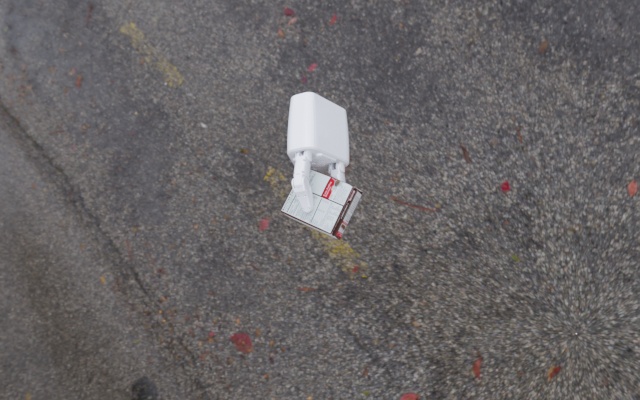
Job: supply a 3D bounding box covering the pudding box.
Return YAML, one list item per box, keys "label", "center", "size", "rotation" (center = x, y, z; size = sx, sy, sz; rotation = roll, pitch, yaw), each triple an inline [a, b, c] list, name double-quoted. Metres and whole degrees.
- label: "pudding box"
  center: [0.000, 0.002, 0.792]
  size: [0.113, 0.090, 0.039]
  rotation: [23, -5, 32]
